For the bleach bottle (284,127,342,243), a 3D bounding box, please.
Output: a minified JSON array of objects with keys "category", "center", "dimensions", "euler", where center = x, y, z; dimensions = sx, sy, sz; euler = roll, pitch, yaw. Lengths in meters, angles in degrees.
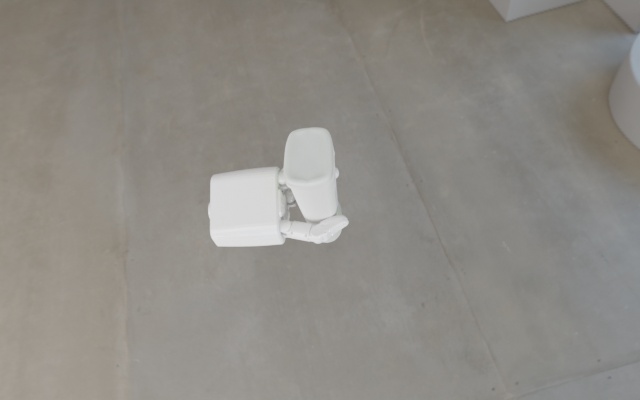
[{"category":"bleach bottle","center":[0.000,0.002,0.742],"dimensions":[0.068,0.102,0.251],"euler":[-4,-32,7]}]
